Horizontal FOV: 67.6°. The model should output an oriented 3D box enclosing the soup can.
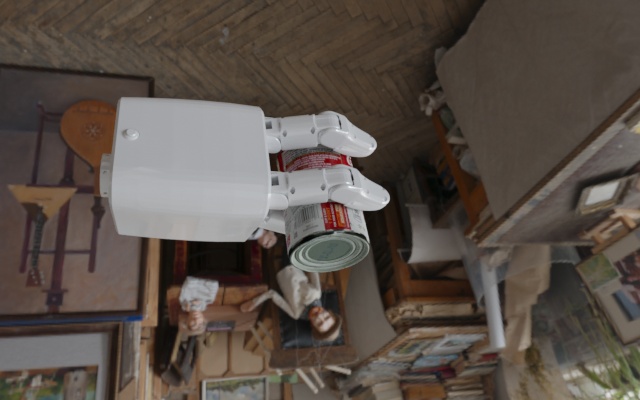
[{"bbox_3d":[0.001,0.002,0.408,0.068,0.102,0.069,-7,-33,-5],"label":"soup can"}]
